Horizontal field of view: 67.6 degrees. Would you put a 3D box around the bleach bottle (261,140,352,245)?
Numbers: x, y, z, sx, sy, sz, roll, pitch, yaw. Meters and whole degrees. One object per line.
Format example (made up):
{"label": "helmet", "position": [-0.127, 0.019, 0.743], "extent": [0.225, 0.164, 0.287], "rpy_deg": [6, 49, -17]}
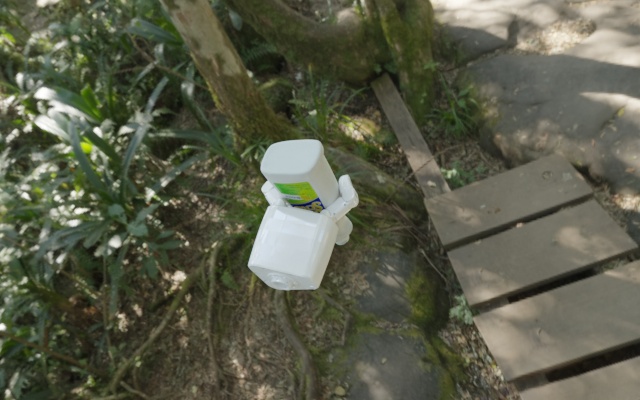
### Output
{"label": "bleach bottle", "position": [0.000, 0.003, 0.804], "extent": [0.102, 0.068, 0.251], "rpy_deg": [1, -33, 28]}
